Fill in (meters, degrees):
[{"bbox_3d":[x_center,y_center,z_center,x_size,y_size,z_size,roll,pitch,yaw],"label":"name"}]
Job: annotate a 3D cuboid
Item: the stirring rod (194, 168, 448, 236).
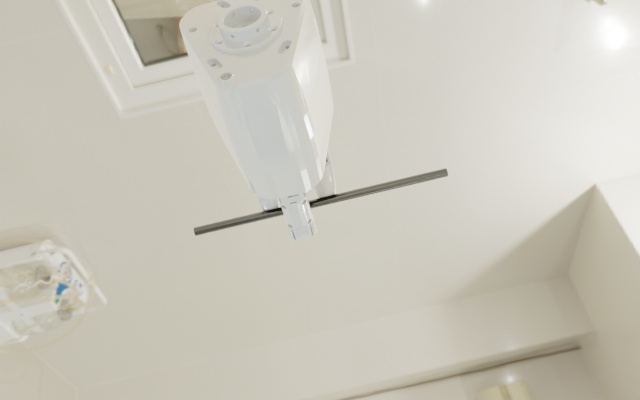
[{"bbox_3d":[0.000,0.001,0.444,0.239,0.011,0.011,-13,0,1],"label":"stirring rod"}]
